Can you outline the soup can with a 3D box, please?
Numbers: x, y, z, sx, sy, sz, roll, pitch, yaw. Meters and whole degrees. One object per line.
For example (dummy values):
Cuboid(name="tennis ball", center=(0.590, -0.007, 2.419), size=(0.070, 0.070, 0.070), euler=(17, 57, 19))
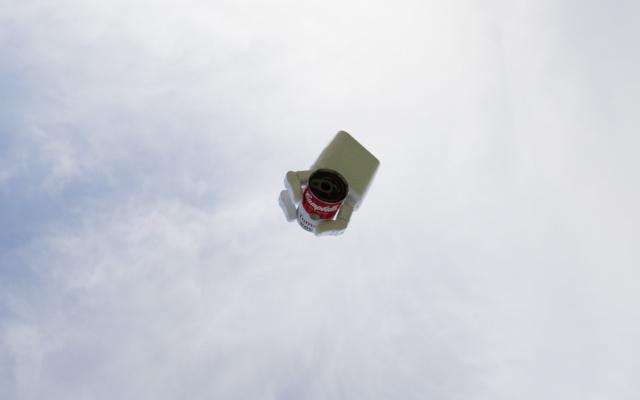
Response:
Cuboid(name="soup can", center=(0.000, 0.003, 0.806), size=(0.068, 0.068, 0.102), euler=(0, -32, -18))
